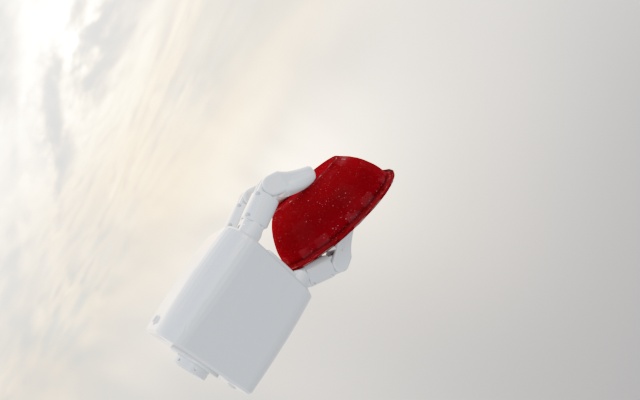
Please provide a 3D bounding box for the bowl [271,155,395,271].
[{"bbox_3d":[0.000,0.001,0.513,0.162,0.055,0.162,-40,9,8],"label":"bowl"}]
